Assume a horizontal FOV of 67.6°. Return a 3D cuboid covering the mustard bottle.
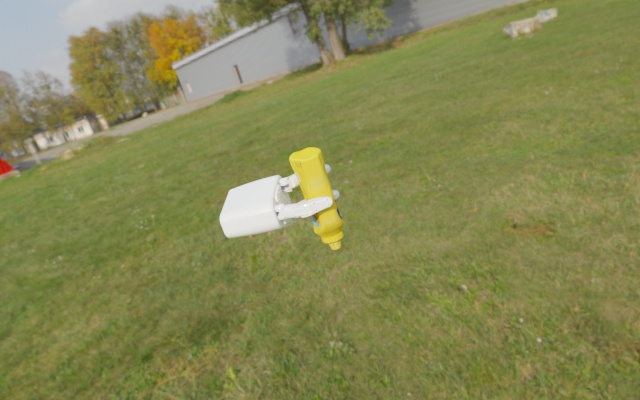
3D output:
[{"bbox_3d":[0.000,0.003,0.869,0.058,0.192,0.096,-21,17,-9],"label":"mustard bottle"}]
